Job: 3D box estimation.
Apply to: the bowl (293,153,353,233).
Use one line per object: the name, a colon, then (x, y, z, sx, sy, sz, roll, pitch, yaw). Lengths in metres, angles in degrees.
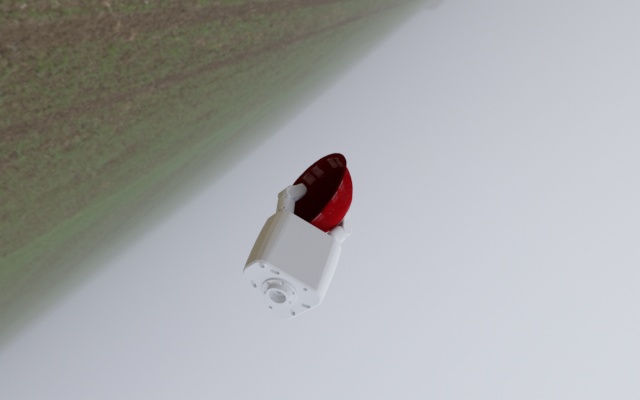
bowl: (0.001, 0.002, 0.772, 0.055, 0.162, 0.162, 39, -19, -25)
